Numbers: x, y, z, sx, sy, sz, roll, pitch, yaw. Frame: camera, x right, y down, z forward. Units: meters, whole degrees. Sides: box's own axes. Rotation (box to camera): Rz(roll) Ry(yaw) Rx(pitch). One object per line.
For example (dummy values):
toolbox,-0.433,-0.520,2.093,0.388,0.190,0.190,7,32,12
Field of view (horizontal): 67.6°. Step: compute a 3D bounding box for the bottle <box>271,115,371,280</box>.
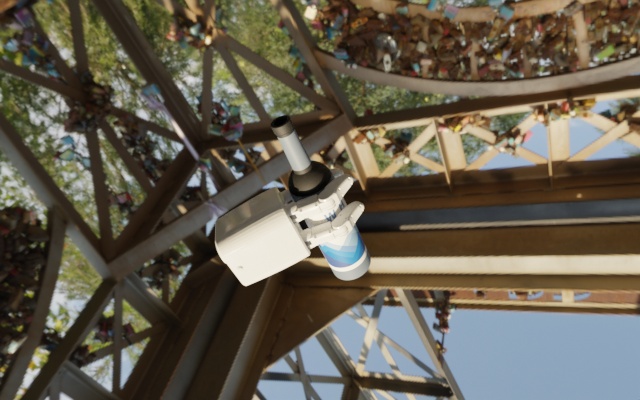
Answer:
bottle,0.000,0.002,0.700,0.069,0.296,0.069,-16,40,13
